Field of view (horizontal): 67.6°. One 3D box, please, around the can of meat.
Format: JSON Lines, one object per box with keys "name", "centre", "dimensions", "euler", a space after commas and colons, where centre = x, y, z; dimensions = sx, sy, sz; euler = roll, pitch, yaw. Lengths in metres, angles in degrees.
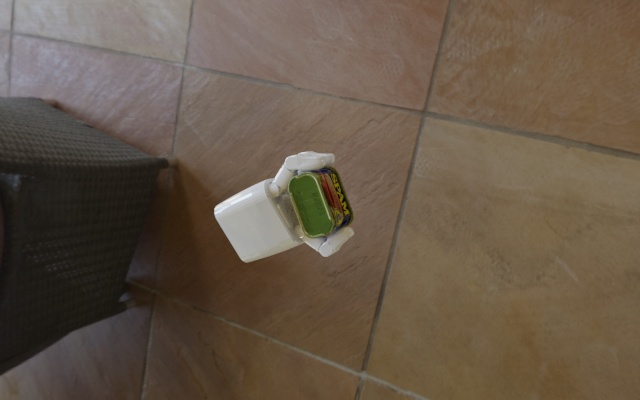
{"name": "can of meat", "centre": [0.000, 0.002, 0.722], "dimensions": [0.057, 0.102, 0.084], "euler": [-21, -1, 23]}
